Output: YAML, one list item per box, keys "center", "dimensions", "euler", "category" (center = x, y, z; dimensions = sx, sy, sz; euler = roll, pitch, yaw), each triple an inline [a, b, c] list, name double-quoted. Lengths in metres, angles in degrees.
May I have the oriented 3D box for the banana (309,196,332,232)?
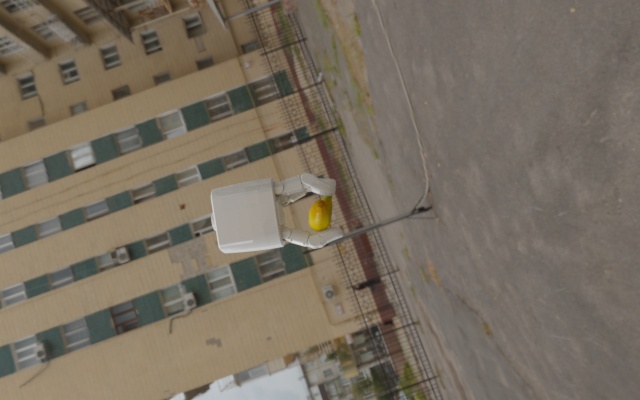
- center: [0.000, 0.021, 0.822]
  dimensions: [0.037, 0.069, 0.198]
  euler: [3, 8, 4]
  category: "banana"
